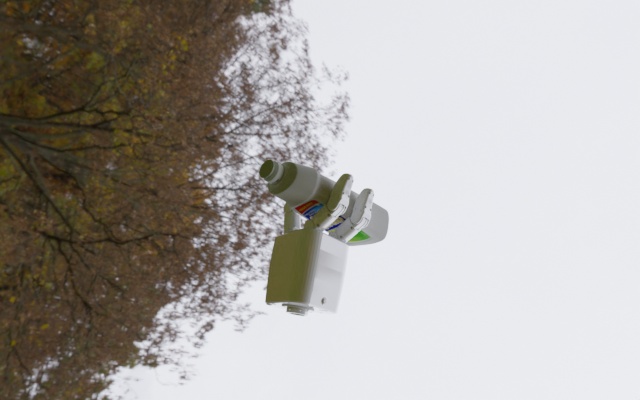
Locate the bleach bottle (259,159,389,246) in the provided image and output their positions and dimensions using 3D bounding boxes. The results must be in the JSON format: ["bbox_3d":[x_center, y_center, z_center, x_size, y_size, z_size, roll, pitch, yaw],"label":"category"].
[{"bbox_3d":[0.000,0.002,0.742,0.102,0.068,0.251,-10,-28,40],"label":"bleach bottle"}]
